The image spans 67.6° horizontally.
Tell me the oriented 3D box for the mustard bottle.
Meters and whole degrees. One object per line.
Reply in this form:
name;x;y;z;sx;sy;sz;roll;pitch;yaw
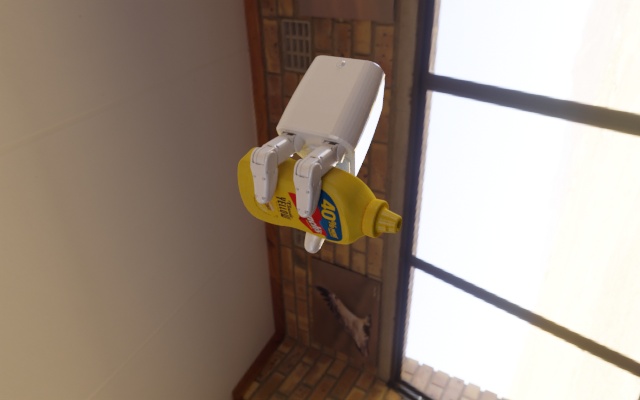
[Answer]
mustard bottle;0.000;0.002;0.538;0.191;0.096;0.058;16;46;27
